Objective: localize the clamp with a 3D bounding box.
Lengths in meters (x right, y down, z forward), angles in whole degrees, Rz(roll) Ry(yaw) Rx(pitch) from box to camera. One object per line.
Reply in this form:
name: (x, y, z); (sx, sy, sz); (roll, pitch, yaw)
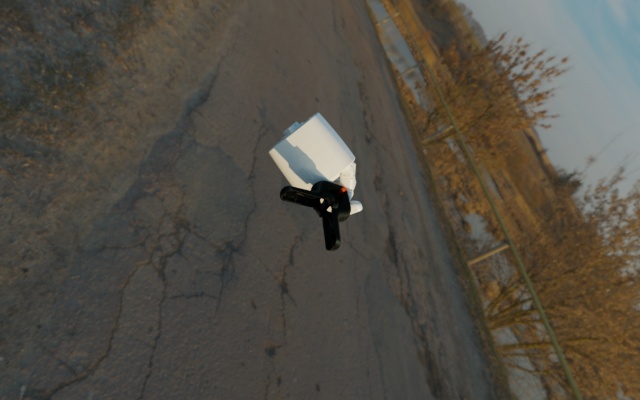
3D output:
clamp: (0.001, 0.002, 0.767); (0.039, 0.120, 0.171); (-37, 9, 22)
